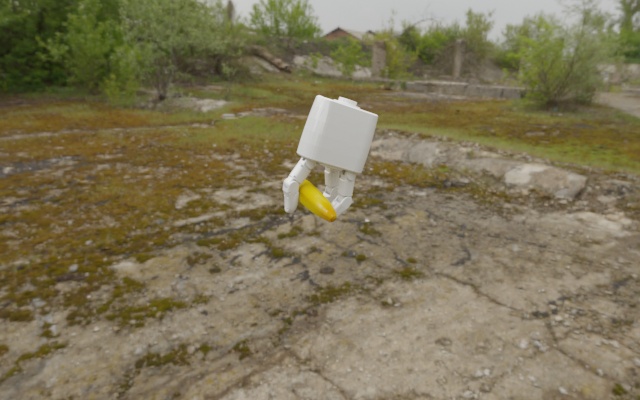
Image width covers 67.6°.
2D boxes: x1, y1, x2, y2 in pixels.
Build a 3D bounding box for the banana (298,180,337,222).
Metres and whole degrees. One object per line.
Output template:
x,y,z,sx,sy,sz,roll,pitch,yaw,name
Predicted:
-0.016,-0.008,0.850,0.069,0.037,0.197,32,4,-14,banana
